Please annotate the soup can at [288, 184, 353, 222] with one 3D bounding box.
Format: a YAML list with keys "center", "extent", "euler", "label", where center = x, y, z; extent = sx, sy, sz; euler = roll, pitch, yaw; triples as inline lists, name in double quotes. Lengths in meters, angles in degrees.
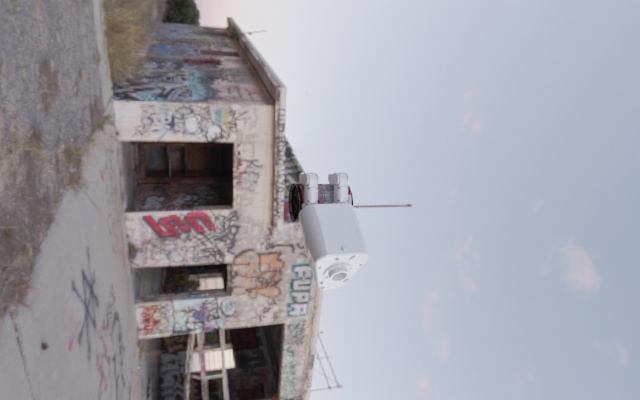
- center: [0.000, 0.003, 0.861]
  extent: [0.102, 0.068, 0.068]
  euler: [-1, 0, -19]
  label: "soup can"
